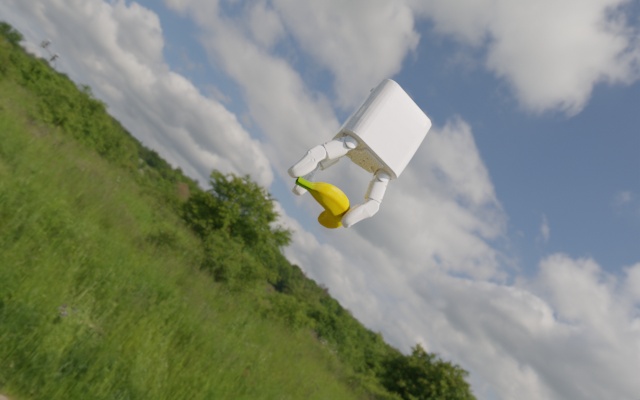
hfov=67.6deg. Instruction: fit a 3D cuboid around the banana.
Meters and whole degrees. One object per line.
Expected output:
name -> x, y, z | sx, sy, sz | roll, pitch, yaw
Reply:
banana -> 0.015, 0.010, 0.735 | 0.069, 0.037, 0.198 | 30, -13, 18
